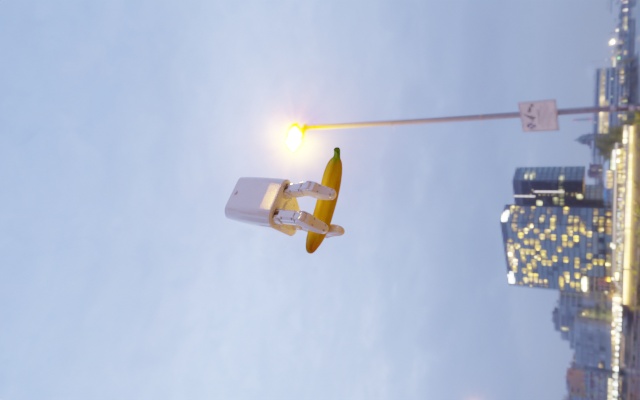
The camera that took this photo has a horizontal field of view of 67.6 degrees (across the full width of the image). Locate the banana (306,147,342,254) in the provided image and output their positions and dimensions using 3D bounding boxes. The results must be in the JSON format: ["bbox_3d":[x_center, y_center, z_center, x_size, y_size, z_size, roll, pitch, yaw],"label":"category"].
[{"bbox_3d":[0.007,0.002,0.885,0.037,0.198,0.069,12,-5,20],"label":"banana"}]
